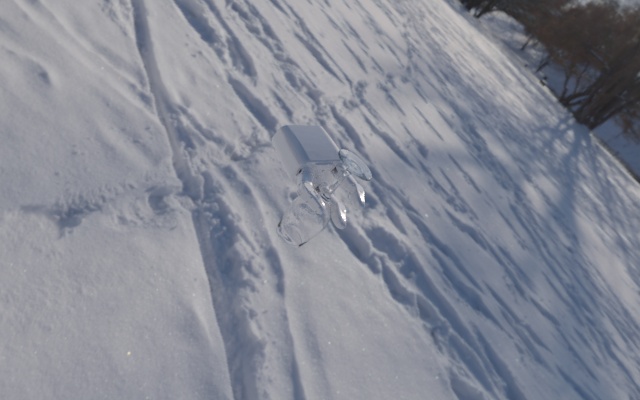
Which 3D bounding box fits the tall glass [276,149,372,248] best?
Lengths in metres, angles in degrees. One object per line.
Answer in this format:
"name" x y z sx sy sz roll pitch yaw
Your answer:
"tall glass" 0.001 0.002 0.867 0.079 0.079 0.201 0 -41 -53
